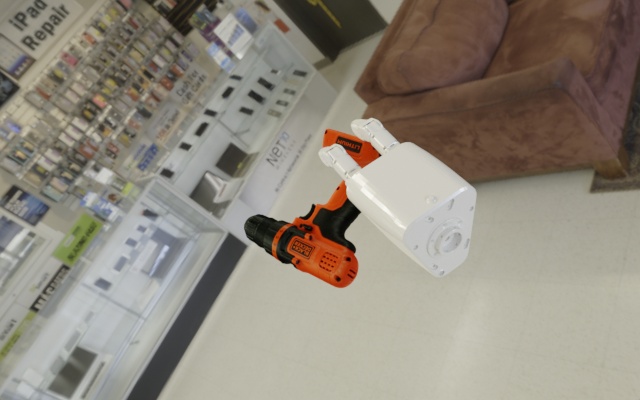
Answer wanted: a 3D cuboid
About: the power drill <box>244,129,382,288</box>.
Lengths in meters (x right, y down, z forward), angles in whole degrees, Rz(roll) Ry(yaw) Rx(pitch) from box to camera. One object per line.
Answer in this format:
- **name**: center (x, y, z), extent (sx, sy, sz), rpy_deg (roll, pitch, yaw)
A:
- **power drill**: center (0.000, 0.002, 0.629), extent (0.184, 0.187, 0.057), rpy_deg (22, -9, 34)
